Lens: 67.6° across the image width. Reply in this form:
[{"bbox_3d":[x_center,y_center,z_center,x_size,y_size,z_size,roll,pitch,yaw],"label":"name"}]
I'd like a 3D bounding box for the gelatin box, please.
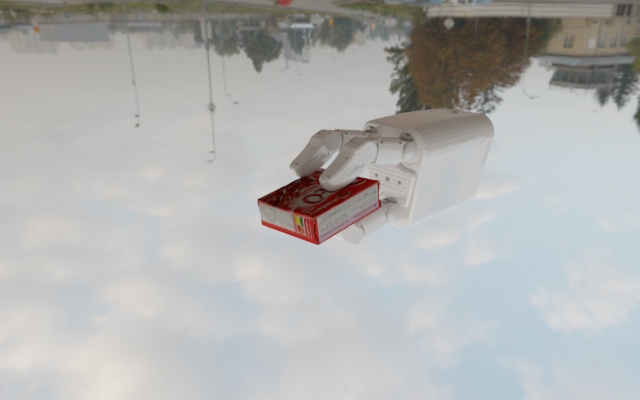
[{"bbox_3d":[0.000,0.002,0.432,0.073,0.030,0.089,16,33,42],"label":"gelatin box"}]
